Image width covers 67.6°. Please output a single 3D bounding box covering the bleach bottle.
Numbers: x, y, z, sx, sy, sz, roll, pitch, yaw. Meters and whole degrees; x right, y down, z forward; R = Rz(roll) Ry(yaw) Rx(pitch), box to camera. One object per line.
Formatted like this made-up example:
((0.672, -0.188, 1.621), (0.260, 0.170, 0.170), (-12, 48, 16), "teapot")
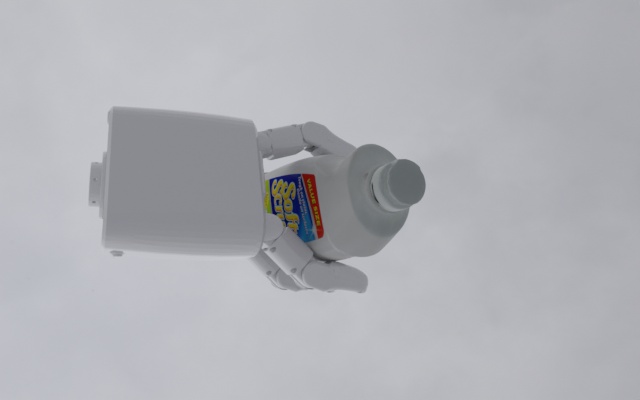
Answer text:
((0.000, 0.001, 0.403), (0.068, 0.102, 0.251), (5, -12, -24), "bleach bottle")
